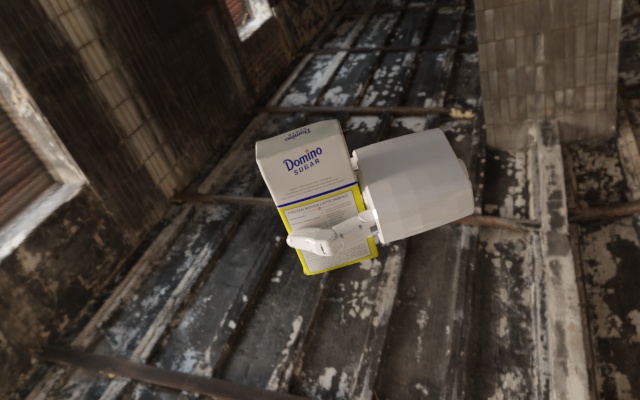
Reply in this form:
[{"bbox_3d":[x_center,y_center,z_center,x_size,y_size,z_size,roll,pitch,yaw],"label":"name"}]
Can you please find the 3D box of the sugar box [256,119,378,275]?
[{"bbox_3d":[0.000,0.001,0.539,0.093,0.176,0.048,-16,34,3],"label":"sugar box"}]
